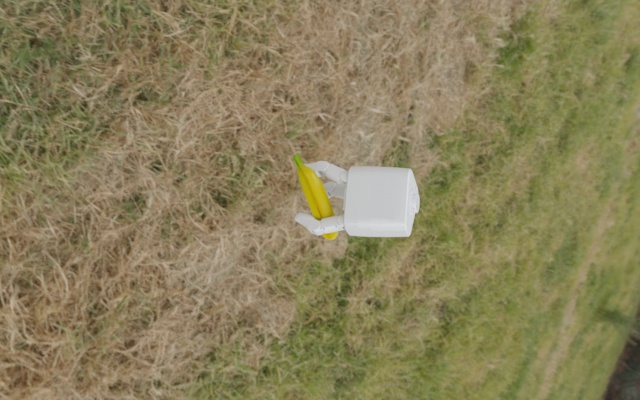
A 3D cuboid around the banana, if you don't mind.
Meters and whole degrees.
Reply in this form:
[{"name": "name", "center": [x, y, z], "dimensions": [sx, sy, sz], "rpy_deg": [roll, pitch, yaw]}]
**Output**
[{"name": "banana", "center": [0.001, 0.011, 0.853], "dimensions": [0.037, 0.198, 0.069], "rpy_deg": [-18, 35, 4]}]
